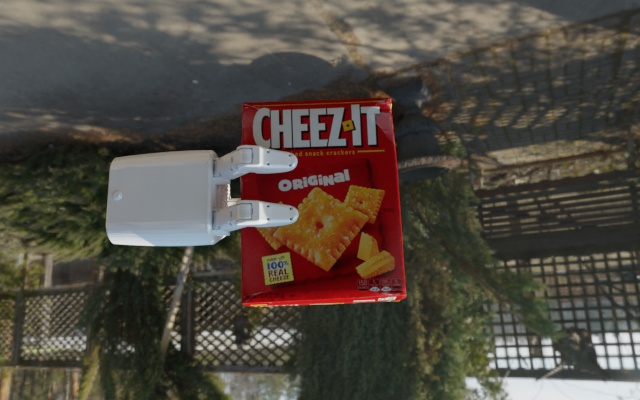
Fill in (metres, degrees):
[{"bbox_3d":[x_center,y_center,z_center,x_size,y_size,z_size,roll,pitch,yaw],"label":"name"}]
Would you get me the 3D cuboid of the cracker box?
[{"bbox_3d":[0.000,0.002,0.510,0.164,0.213,0.072,-2,-13,-1],"label":"cracker box"}]
